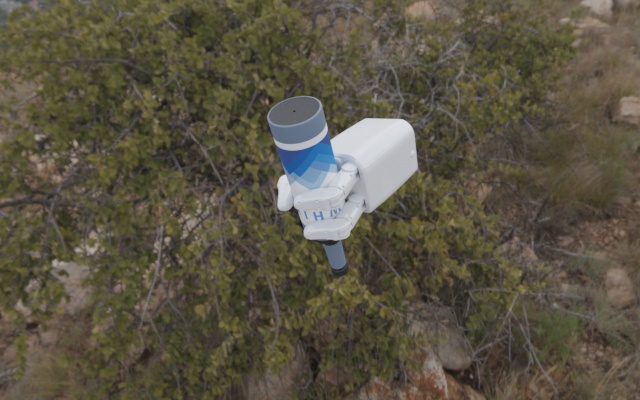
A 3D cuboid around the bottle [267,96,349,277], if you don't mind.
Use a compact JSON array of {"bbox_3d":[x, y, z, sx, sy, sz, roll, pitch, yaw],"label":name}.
[{"bbox_3d":[0.000,0.002,0.656,0.069,0.296,0.069,-9,41,8],"label":"bottle"}]
